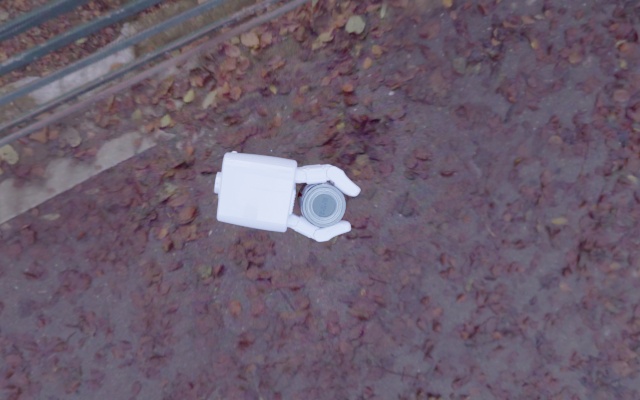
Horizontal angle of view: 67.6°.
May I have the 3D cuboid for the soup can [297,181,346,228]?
[{"bbox_3d":[0.001,0.003,0.752,0.068,0.068,0.102,0,6,-6],"label":"soup can"}]
